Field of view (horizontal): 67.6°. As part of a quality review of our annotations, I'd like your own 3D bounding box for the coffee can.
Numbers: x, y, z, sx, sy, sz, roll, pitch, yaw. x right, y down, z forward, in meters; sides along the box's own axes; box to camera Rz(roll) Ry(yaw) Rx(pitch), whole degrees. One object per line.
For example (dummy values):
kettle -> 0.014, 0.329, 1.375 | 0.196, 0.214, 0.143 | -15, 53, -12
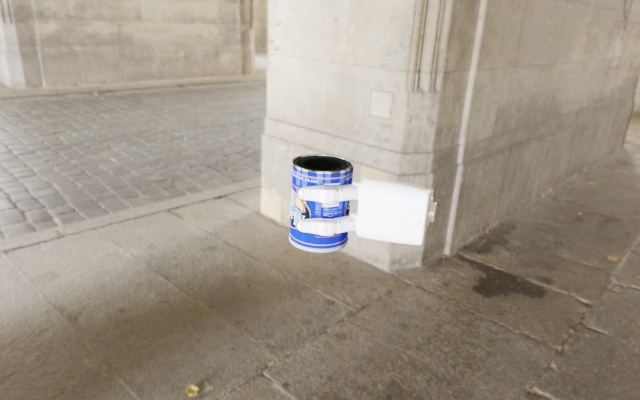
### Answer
coffee can -> 0.000, 0.003, 0.804 | 0.103, 0.140, 0.102 | 3, 21, -1
